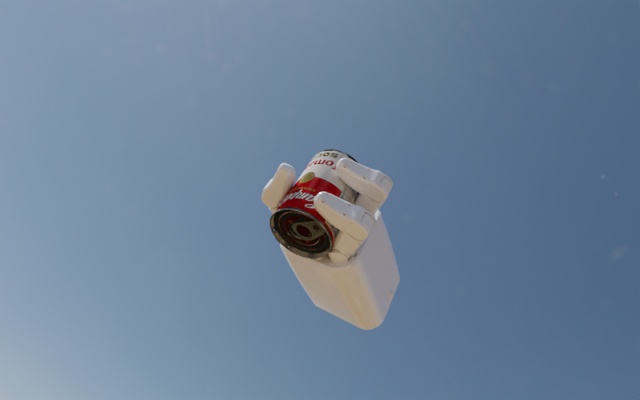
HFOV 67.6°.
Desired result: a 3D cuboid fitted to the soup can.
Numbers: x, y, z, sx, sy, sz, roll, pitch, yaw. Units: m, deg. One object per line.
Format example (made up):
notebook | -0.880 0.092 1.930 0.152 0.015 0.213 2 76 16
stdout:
soup can | 0.000 0.001 0.504 0.068 0.068 0.102 0 40 32
